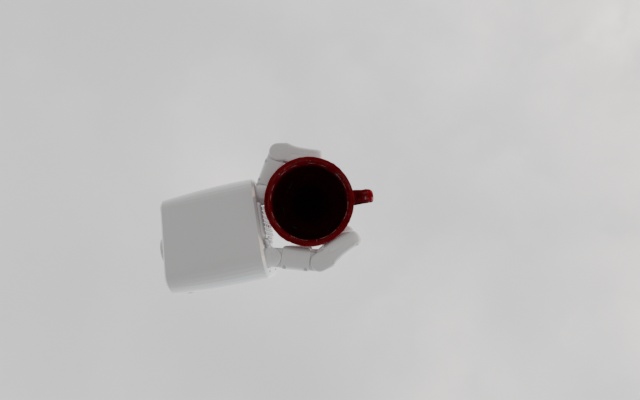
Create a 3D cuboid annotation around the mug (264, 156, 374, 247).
[{"bbox_3d":[0.001,0.001,0.530,0.117,0.093,0.081,-10,-4,-1],"label":"mug"}]
